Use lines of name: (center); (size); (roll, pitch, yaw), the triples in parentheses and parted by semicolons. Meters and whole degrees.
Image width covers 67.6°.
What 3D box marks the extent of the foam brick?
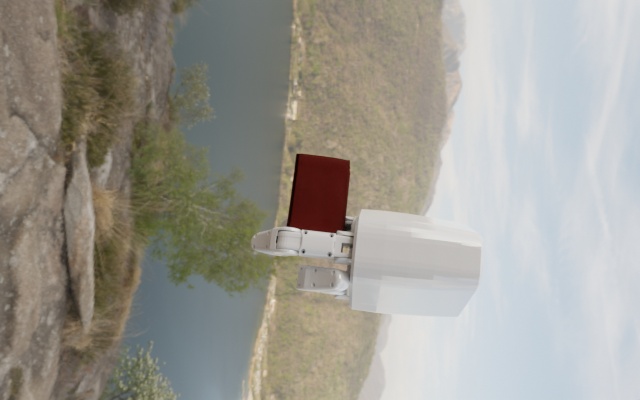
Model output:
foam brick: (0.000, 0.001, 0.458); (0.051, 0.078, 0.053); (5, -13, 6)
